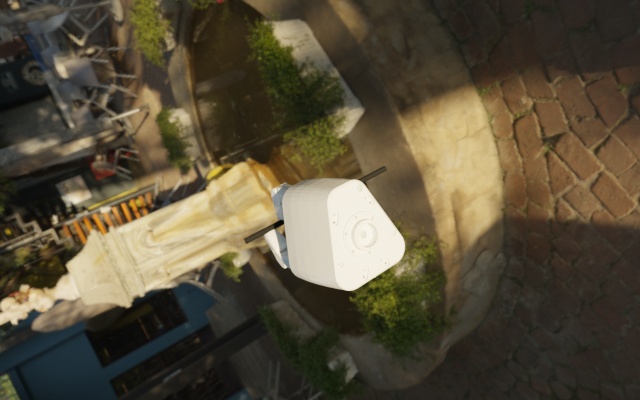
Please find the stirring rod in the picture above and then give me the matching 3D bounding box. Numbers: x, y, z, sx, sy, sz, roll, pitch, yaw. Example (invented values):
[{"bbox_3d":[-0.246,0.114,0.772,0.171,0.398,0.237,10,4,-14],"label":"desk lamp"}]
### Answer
[{"bbox_3d":[0.000,0.002,0.665,0.239,0.011,0.011,-27,12,-25],"label":"stirring rod"}]
